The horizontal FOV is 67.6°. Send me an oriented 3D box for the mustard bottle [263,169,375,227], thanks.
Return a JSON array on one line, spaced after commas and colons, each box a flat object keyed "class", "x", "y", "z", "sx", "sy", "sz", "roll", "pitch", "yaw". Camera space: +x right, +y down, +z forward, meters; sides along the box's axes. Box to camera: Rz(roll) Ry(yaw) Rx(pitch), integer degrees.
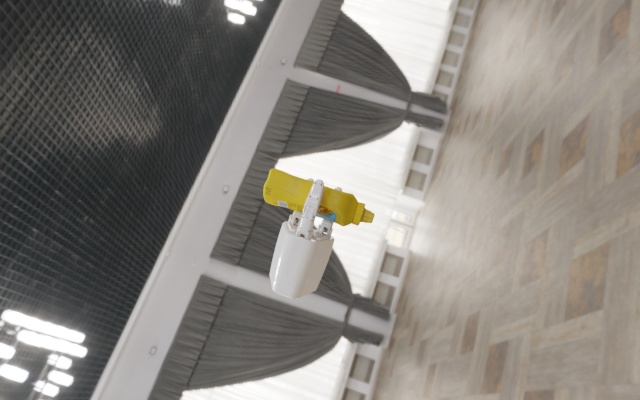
[{"class": "mustard bottle", "x": 0.000, "y": 0.002, "z": 0.828, "sx": 0.191, "sy": 0.058, "sz": 0.096, "roll": 18, "pitch": -17, "yaw": 4}]
